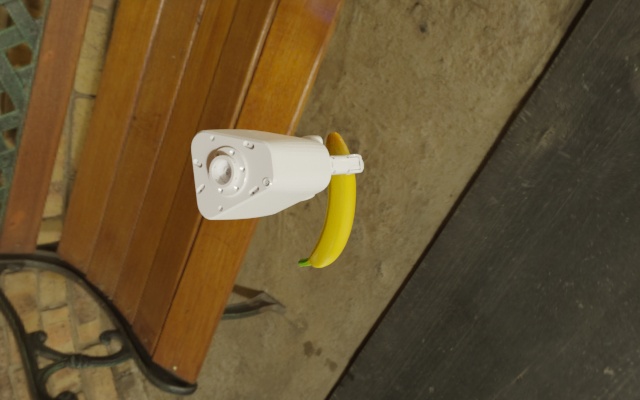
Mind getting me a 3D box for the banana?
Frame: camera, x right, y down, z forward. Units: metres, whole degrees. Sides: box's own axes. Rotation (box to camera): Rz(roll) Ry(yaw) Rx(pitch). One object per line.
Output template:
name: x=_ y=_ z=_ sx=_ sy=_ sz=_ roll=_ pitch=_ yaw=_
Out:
banana: x=0.015 y=0.011 z=0.637 sx=0.069 sy=0.198 sz=0.037 roll=22 pitch=15 yaw=27
